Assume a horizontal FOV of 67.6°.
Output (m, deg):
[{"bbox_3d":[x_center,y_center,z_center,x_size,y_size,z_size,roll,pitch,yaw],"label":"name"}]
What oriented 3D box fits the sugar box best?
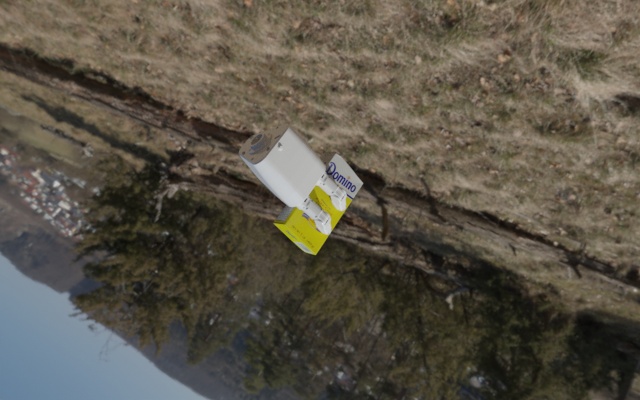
[{"bbox_3d":[0.000,0.003,0.887,0.093,0.176,0.048,47,-22,-29],"label":"sugar box"}]
